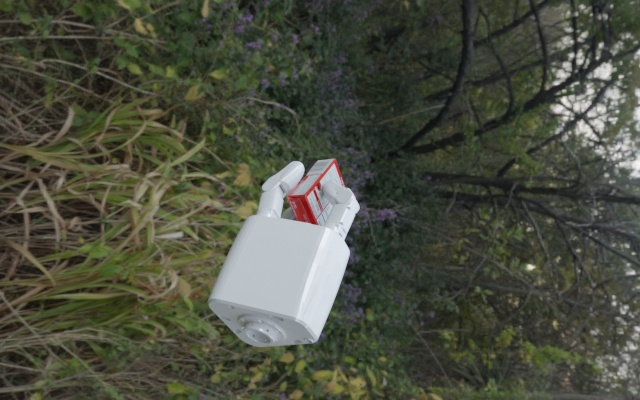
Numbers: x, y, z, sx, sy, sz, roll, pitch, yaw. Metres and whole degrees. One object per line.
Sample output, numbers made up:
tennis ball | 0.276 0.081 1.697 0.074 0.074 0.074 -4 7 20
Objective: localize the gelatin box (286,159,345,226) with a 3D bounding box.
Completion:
gelatin box | 0.001 0.002 0.587 0.030 0.073 0.089 -2 33 32
